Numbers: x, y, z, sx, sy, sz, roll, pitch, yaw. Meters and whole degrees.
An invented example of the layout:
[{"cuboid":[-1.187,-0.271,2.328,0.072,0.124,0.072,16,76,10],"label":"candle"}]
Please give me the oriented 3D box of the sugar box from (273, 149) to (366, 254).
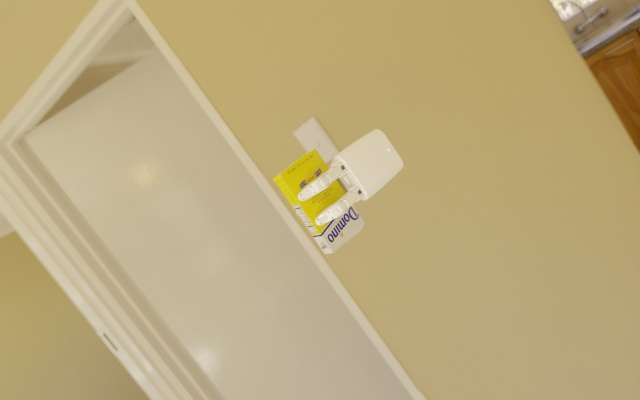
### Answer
[{"cuboid":[0.000,0.003,0.888,0.093,0.176,0.048,-39,7,-23],"label":"sugar box"}]
